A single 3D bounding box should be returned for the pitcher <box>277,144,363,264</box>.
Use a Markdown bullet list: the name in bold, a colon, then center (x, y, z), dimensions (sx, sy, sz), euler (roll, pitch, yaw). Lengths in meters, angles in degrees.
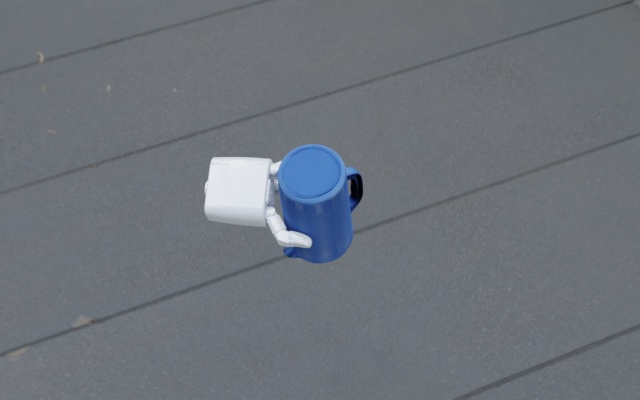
- **pitcher**: center (0.000, 0.003, 0.839), dimensions (0.145, 0.149, 0.243), euler (5, -26, 5)
